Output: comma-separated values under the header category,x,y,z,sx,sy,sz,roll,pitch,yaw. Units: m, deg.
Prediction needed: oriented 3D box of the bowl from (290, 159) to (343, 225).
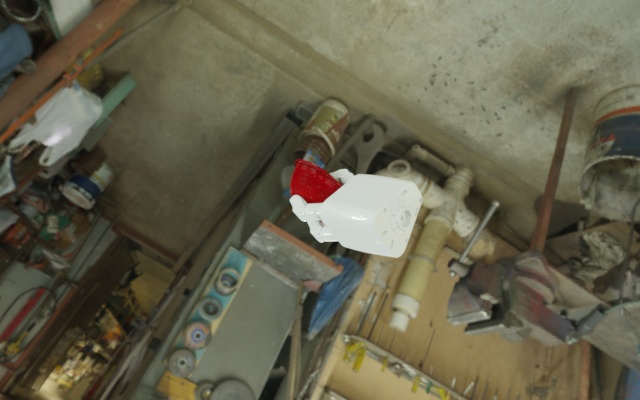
category,x,y,z,sx,sy,sz,roll,pitch,yaw
bowl,-0.001,0.003,0.838,0.162,0.055,0.162,39,-13,11
